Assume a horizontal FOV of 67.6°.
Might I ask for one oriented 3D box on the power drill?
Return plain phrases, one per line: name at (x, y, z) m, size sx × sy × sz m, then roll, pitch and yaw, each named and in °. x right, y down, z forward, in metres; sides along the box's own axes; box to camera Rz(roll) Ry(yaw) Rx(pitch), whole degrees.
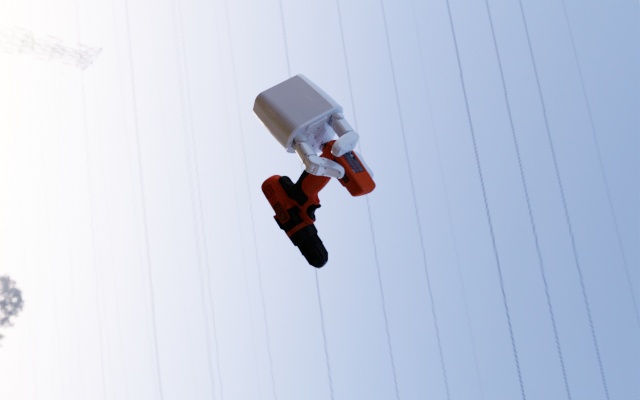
power drill at (0.000, 0.002, 0.802) m, size 0.188 × 0.184 × 0.057 m, roll -38°, pitch -8°, yaw 32°
